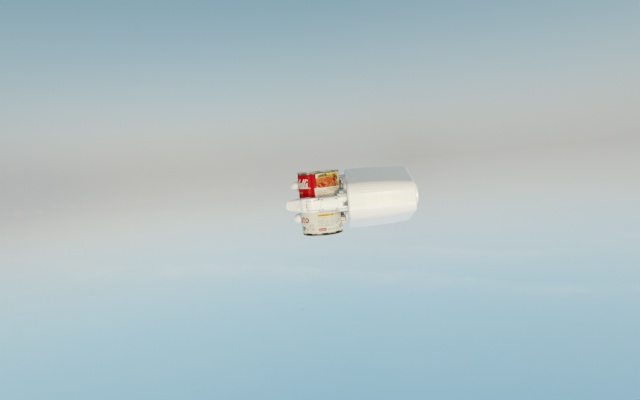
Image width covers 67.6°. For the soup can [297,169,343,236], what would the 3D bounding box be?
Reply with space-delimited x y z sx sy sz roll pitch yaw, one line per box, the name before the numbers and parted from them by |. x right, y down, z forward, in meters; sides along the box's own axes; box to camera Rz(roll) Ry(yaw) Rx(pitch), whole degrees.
soup can | 0.000 0.003 0.778 0.068 0.102 0.068 -5 4 0
